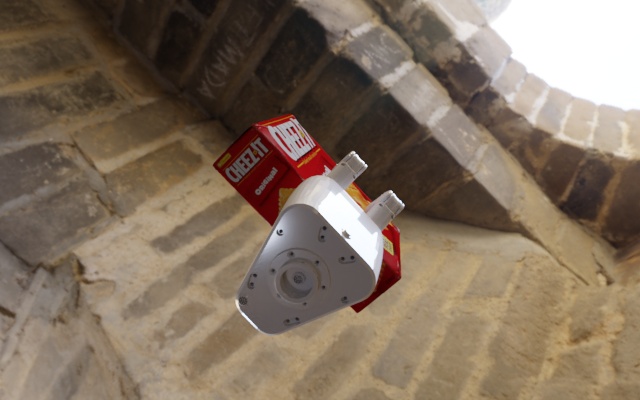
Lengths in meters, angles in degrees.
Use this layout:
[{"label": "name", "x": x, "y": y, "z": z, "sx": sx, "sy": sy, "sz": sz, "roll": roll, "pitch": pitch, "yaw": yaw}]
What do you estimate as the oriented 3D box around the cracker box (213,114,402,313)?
[{"label": "cracker box", "x": 0.000, "y": 0.002, "z": 0.550, "sx": 0.072, "sy": 0.214, "sz": 0.164, "roll": -42, "pitch": 4, "yaw": 16}]
